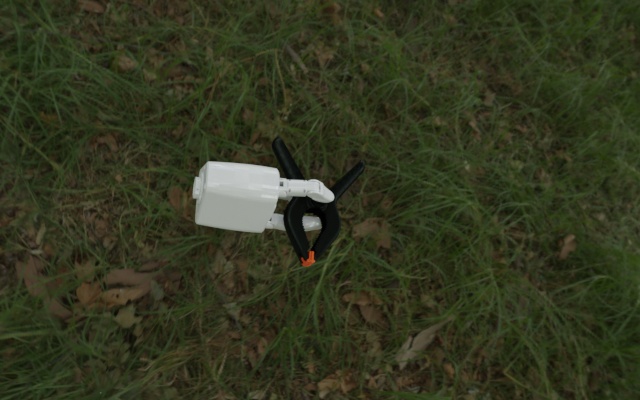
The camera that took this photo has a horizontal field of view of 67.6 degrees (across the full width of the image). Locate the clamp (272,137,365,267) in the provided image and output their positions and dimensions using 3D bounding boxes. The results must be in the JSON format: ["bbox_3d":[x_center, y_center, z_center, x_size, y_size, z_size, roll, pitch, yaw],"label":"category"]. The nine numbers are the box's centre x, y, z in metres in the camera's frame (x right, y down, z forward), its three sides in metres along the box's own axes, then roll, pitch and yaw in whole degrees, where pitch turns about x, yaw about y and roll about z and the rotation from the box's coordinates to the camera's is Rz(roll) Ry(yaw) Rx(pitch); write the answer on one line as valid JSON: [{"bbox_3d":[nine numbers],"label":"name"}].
[{"bbox_3d":[0.000,0.003,0.770,0.164,0.210,0.036,6,-23,-18],"label":"clamp"}]
